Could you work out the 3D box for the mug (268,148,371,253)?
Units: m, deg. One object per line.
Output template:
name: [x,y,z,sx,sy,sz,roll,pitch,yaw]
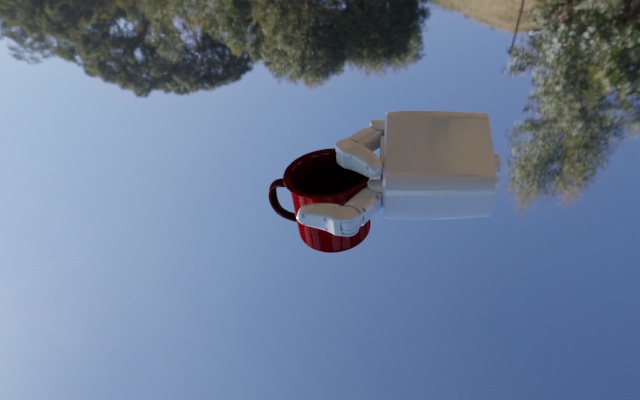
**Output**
mug: [-0.001,0.002,0.520,0.117,0.082,0.093,1,37,12]
